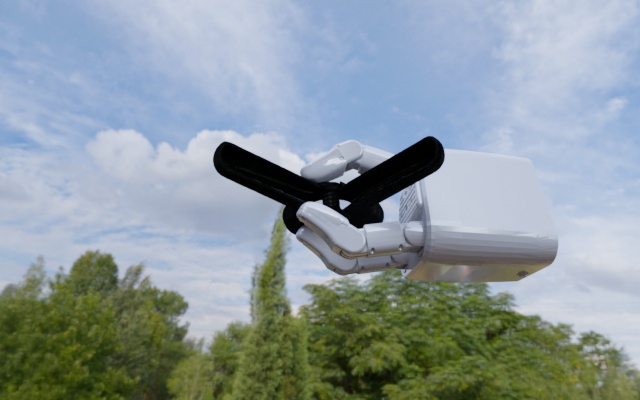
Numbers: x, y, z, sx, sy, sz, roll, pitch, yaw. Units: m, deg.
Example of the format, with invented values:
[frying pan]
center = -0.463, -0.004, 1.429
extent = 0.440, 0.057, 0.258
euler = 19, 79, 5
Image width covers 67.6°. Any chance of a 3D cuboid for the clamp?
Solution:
[clamp]
center = 0.000, 0.001, 0.420
extent = 0.164, 0.036, 0.210
euler = 2, -23, -3
